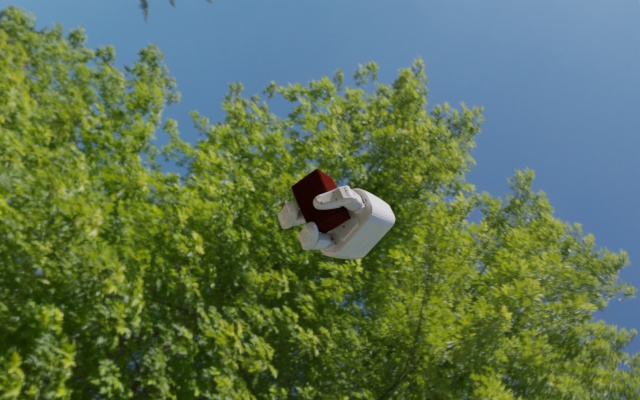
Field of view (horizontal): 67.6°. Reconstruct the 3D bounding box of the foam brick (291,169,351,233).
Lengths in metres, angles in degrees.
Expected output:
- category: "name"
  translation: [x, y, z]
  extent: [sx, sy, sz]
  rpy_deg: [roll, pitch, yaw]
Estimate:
- category: "foam brick"
  translation: [0.000, 0.002, 0.727]
  extent: [0.053, 0.078, 0.051]
  rpy_deg: [-32, -25, 19]
